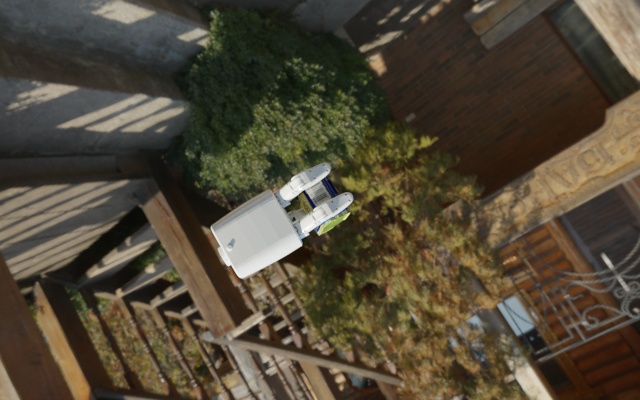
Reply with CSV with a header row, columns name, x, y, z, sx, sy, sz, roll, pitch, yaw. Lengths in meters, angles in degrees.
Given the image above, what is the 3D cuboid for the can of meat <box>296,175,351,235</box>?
name,x,y,z,sx,sy,sz,roll,pitch,yaw
can of meat,0.000,0.003,0.754,0.057,0.084,0.102,-30,-8,-10
